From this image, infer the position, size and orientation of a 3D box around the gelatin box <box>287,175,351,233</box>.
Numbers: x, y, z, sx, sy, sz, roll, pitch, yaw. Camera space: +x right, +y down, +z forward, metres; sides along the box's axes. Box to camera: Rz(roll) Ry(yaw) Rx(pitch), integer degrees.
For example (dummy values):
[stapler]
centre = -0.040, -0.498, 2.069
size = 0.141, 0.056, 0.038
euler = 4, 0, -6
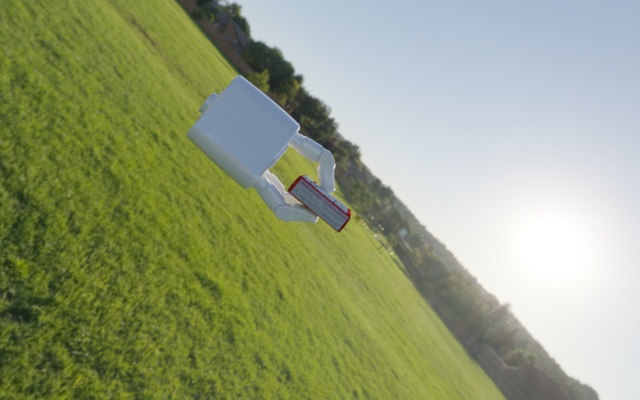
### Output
[gelatin box]
centre = 0.001, 0.002, 0.655
size = 0.089, 0.030, 0.073
euler = 38, 6, 0
